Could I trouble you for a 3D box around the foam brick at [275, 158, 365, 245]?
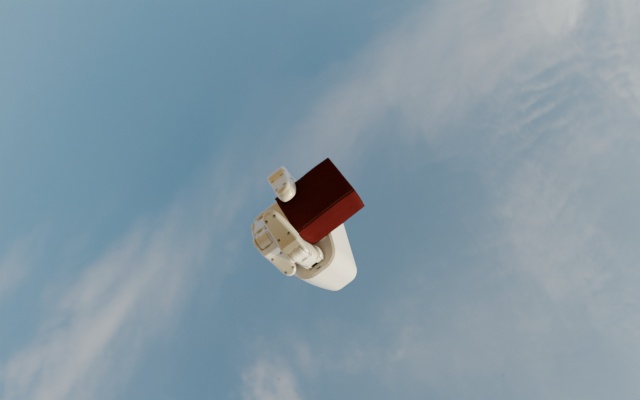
[{"bbox_3d":[0.000,0.002,0.531,0.078,0.053,0.051,-37,-29,5],"label":"foam brick"}]
